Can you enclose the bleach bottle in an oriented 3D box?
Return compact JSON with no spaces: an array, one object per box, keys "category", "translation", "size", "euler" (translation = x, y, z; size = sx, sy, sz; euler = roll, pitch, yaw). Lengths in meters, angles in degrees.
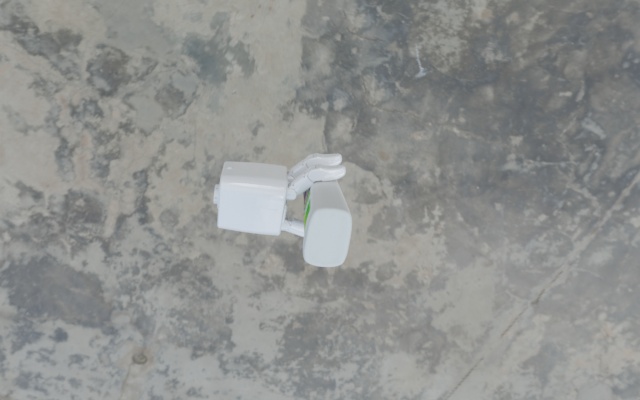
[{"category":"bleach bottle","translation":[0.000,0.003,0.805],"size":[0.068,0.103,0.250],"euler":[6,24,-9]}]
